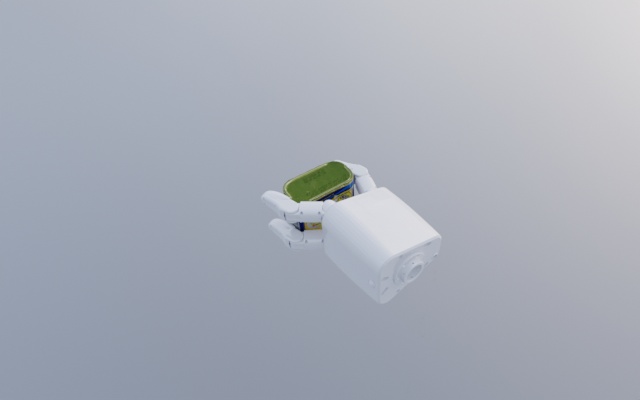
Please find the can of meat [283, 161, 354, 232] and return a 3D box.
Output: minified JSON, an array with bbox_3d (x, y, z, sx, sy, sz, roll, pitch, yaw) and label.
[{"bbox_3d":[0.000,0.002,0.665,0.102,0.084,0.057,-28,51,-18],"label":"can of meat"}]
